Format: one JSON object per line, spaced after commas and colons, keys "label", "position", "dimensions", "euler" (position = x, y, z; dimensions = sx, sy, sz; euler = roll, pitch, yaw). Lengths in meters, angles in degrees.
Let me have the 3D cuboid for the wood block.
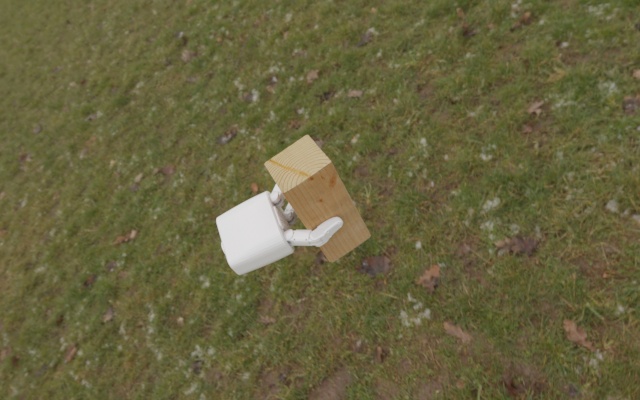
{"label": "wood block", "position": [0.000, 0.003, 0.819], "dimensions": [0.090, 0.206, 0.090], "euler": [-34, 45, -2]}
